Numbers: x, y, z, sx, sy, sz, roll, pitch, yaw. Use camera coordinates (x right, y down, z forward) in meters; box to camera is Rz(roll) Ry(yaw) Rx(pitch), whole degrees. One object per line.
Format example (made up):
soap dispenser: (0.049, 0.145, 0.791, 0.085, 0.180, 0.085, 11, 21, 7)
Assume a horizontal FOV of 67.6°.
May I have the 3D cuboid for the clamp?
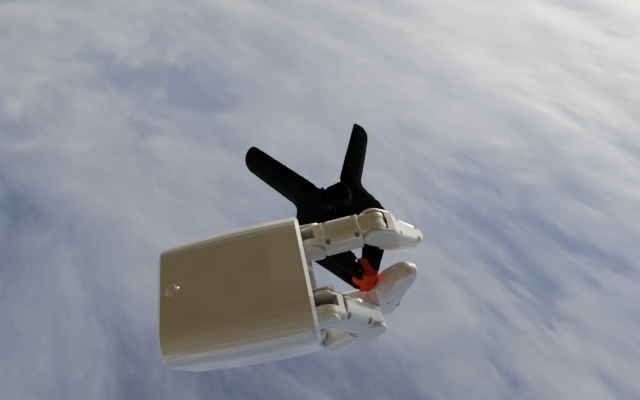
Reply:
clamp: (0.000, 0.002, 0.420, 0.120, 0.171, 0.039, -11, -38, -3)
